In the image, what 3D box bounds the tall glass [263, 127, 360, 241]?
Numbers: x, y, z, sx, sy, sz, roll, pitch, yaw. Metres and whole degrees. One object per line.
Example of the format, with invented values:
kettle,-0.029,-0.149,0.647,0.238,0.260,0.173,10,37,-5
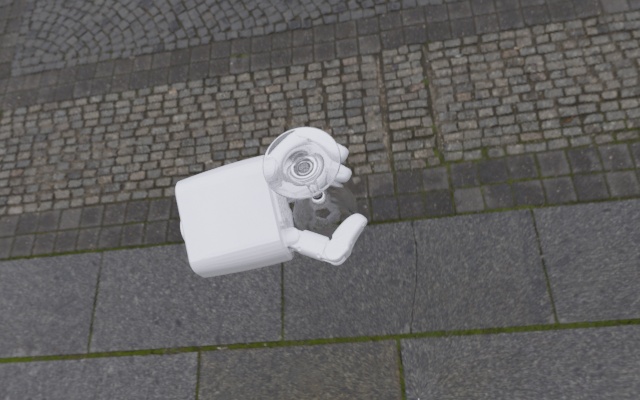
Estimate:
tall glass,0.000,0.001,0.529,0.079,0.079,0.201,0,-22,12
